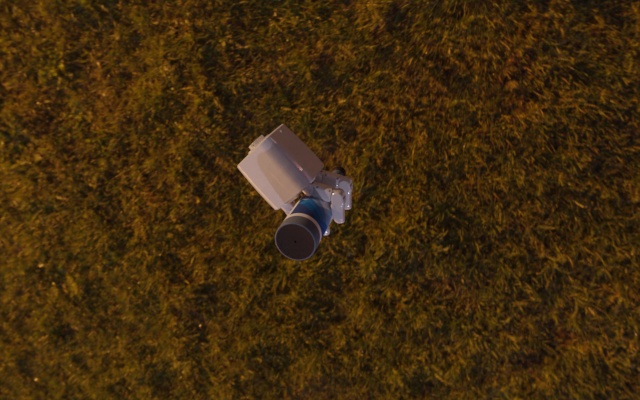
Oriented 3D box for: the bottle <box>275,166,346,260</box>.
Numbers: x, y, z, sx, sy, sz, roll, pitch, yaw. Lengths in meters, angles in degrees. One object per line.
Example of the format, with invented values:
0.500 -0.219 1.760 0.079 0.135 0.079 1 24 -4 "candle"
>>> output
0.000 0.003 0.857 0.069 0.069 0.295 0 24 17 "bottle"
